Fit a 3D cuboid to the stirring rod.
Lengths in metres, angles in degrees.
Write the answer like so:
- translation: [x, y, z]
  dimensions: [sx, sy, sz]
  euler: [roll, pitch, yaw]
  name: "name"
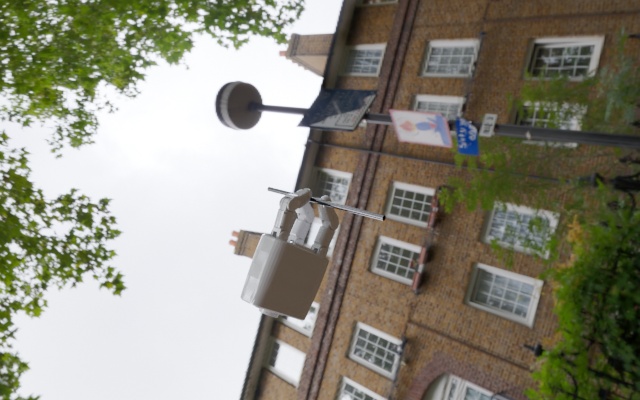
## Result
- translation: [0.000, 0.003, 0.749]
  dimensions: [0.239, 0.011, 0.011]
  euler: [14, 9, 40]
  name: "stirring rod"
